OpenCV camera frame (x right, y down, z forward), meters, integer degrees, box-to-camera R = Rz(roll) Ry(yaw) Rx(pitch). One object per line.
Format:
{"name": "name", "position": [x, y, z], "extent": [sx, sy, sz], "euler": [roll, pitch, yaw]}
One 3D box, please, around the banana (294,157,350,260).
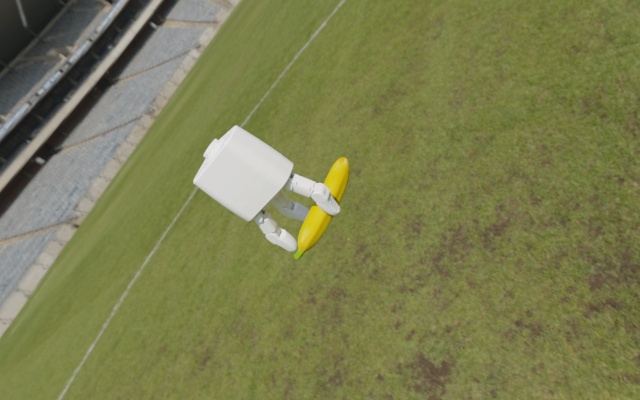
{"name": "banana", "position": [0.006, 0.004, 0.787], "extent": [0.037, 0.197, 0.069], "euler": [33, -18, -17]}
